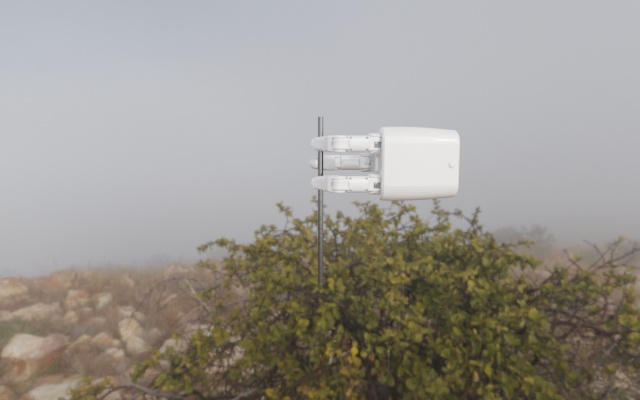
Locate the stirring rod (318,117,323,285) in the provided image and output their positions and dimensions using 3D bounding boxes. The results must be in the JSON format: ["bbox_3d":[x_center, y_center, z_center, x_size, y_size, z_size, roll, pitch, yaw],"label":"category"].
[{"bbox_3d":[0.000,0.002,0.684,0.011,0.239,0.011,0,6,0],"label":"stirring rod"}]
